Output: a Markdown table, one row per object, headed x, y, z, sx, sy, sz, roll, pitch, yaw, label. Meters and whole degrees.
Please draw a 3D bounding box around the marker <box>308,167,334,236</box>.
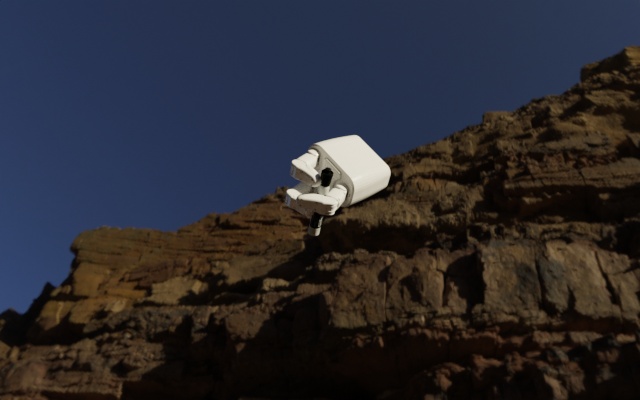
| x | y | z | sx | sy | sz | roll | pitch | yaw | label |
| --- | --- | --- | --- | --- | --- | --- | --- | --- | --- |
| 0.000 | 0.002 | 0.739 | 0.020 | 0.121 | 0.020 | 9 | 32 | -6 | marker |
